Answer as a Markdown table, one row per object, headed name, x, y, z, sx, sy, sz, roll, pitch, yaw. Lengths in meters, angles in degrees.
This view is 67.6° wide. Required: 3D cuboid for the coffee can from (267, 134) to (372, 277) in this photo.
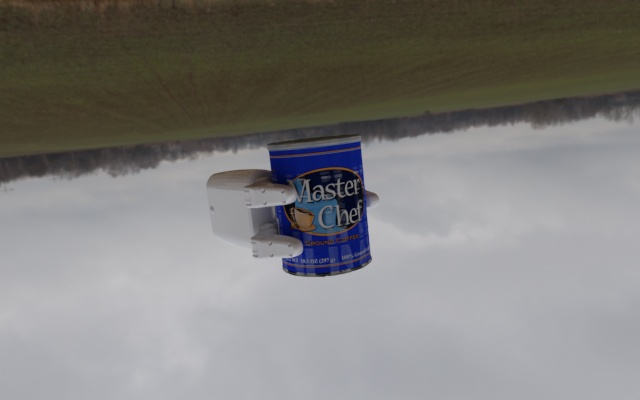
| name | x | y | z | sx | sy | sz | roll | pitch | yaw |
| --- | --- | --- | --- | --- | --- | --- | --- | --- | --- |
| coffee can | 0.000 | 0.002 | 0.529 | 0.103 | 0.140 | 0.103 | -6 | 9 | 1 |
